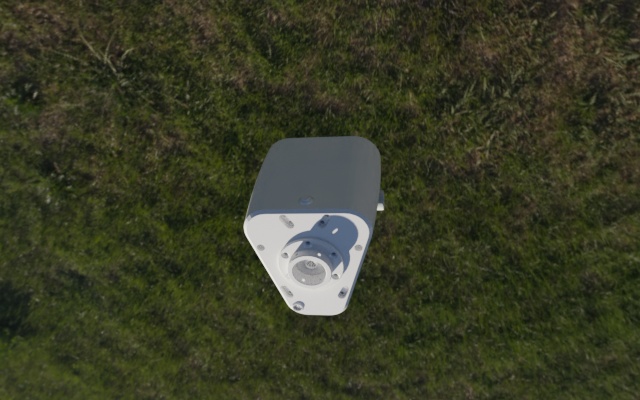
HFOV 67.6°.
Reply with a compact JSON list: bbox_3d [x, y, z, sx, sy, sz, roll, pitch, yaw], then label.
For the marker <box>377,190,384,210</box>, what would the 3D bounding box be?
[{"bbox_3d":[0.000,0.001,0.458,0.121,0.020,0.020,-2,0,9],"label":"marker"}]
